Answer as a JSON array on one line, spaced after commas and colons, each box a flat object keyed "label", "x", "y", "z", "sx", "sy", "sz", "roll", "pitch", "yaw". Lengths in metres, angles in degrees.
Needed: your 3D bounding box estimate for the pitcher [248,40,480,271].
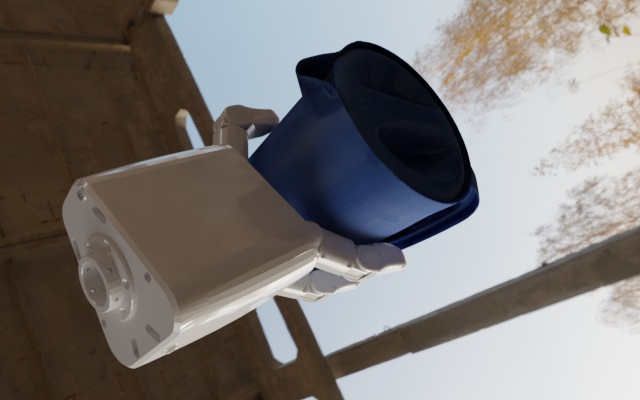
[{"label": "pitcher", "x": 0.000, "y": 0.001, "z": 0.406, "sx": 0.243, "sy": 0.149, "sz": 0.145, "roll": -37, "pitch": -10, "yaw": 40}]
